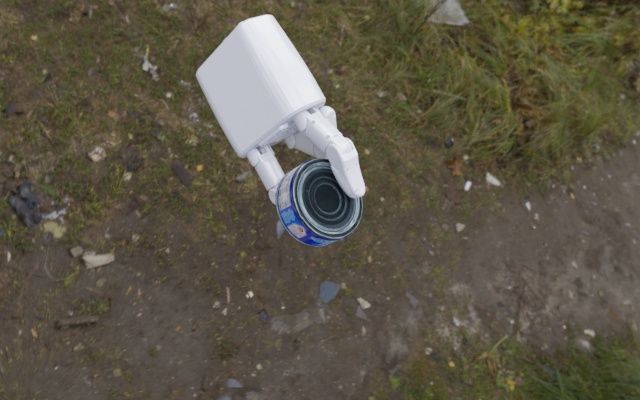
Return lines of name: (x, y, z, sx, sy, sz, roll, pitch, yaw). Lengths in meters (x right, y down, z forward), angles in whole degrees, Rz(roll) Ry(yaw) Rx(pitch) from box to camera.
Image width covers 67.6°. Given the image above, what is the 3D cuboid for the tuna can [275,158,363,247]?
tuna can: (0.000, 0.001, 0.479, 0.086, 0.086, 0.034, 0, -16, -35)
